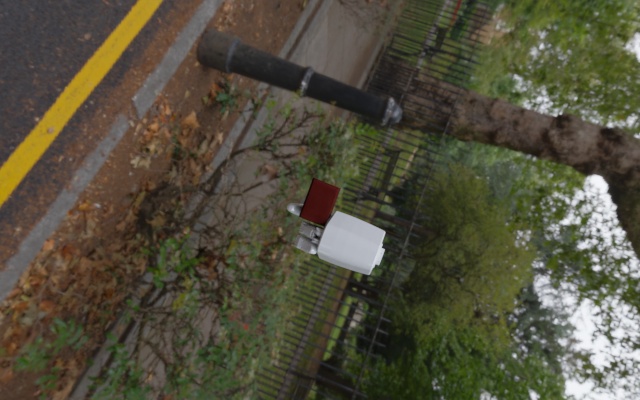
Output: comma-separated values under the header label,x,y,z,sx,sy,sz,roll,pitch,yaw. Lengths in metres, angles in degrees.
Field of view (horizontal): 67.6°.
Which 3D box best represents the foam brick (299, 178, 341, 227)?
label,x,y,z,sx,sy,sz,roll,pitch,yaw
foam brick,0.000,0.003,0.898,0.051,0.078,0.053,20,4,8
